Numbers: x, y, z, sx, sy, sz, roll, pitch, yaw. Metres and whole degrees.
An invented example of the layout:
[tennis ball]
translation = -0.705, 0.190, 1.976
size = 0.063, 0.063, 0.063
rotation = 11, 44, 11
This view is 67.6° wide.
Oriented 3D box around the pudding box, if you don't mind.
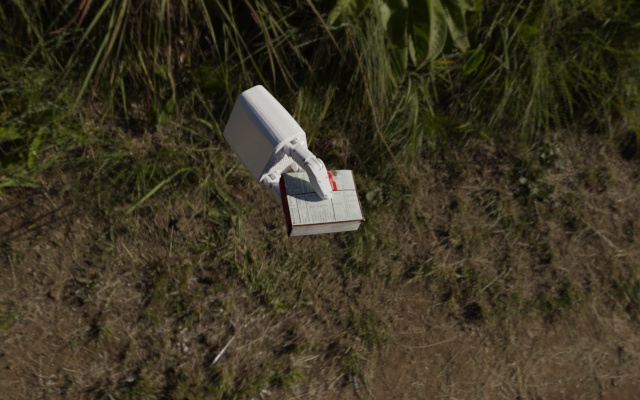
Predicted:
[pudding box]
translation = 0.000, 0.002, 0.704
size = 0.113, 0.090, 0.039
rotation = -5, -26, -14
